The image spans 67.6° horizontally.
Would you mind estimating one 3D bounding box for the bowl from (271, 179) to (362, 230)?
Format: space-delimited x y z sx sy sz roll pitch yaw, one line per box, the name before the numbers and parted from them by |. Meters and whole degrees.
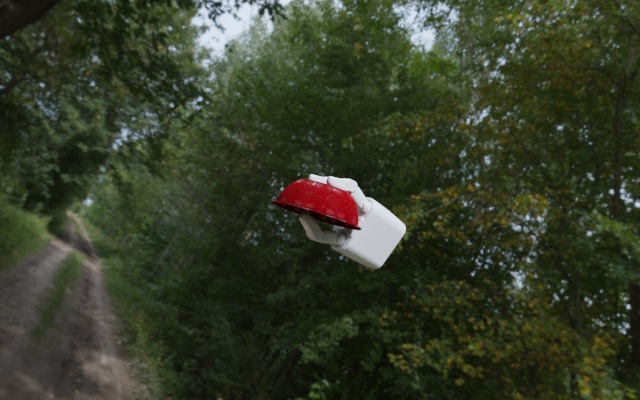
bowl | -0.001 0.002 0.820 0.162 0.055 0.162 17 -6 2
